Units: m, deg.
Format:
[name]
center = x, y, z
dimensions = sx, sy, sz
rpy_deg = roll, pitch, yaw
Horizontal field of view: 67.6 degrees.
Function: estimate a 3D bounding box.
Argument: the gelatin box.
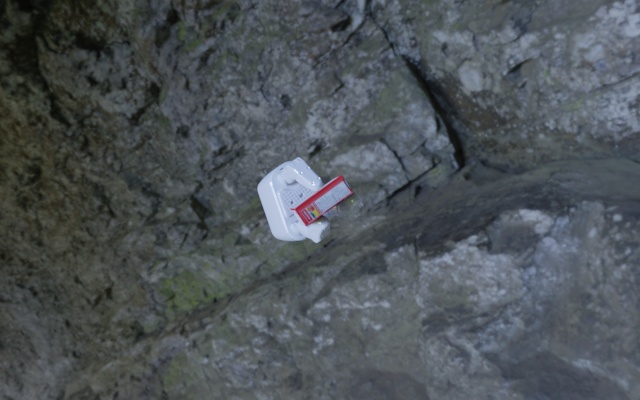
[gelatin box]
center = 0.000, 0.002, 0.624
dimensions = 0.073, 0.030, 0.089
rpy_deg = -35, 2, -7
